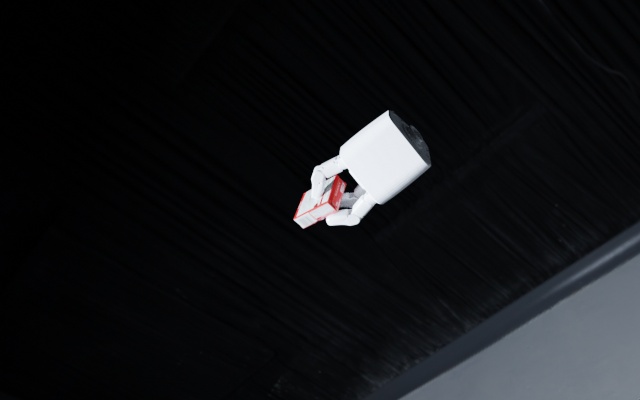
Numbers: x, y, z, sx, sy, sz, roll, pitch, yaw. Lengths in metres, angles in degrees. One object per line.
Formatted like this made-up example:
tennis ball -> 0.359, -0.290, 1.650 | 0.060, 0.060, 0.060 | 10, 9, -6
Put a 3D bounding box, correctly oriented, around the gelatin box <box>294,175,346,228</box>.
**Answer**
gelatin box -> 0.000, 0.003, 0.856 | 0.089, 0.073, 0.030 | -28, -61, 36
